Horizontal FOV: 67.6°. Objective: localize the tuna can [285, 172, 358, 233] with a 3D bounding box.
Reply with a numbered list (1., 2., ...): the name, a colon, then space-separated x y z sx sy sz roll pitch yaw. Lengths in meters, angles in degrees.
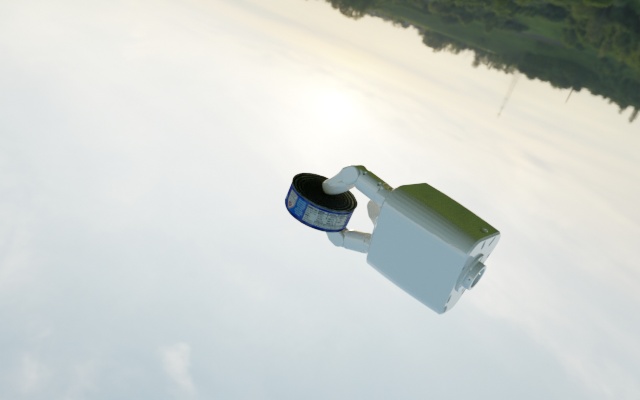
1. tuna can: 0.000 0.002 0.586 0.086 0.034 0.086 19 26 -10
